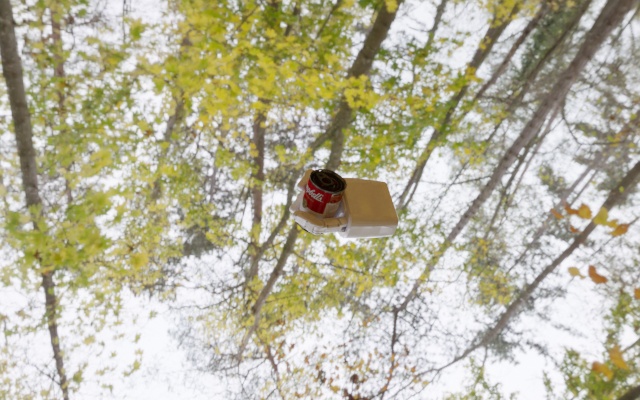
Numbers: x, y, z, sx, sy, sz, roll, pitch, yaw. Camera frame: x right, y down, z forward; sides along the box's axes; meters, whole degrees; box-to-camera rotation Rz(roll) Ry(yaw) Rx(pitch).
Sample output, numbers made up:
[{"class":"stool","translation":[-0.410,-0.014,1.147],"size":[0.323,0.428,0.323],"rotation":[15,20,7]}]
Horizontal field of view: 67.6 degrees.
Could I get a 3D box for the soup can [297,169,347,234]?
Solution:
[{"class":"soup can","translation":[0.000,0.003,0.869],"size":[0.068,0.102,0.068],"rotation":[13,36,-10]}]
